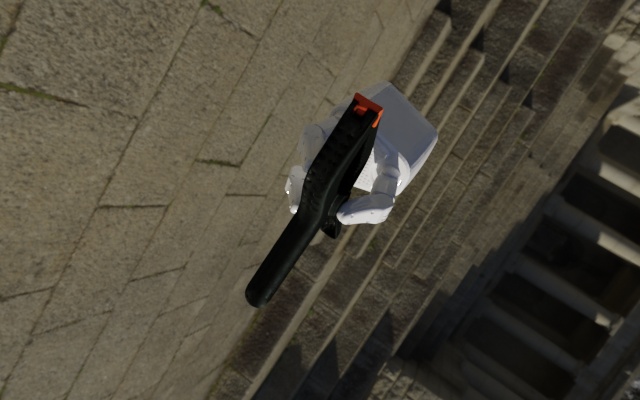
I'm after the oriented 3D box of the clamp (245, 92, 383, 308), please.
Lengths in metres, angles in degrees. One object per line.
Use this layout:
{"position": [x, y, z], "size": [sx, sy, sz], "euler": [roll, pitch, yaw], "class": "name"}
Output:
{"position": [0.001, 0.001, 0.446], "size": [0.036, 0.210, 0.164], "euler": [33, 42, 13], "class": "clamp"}
